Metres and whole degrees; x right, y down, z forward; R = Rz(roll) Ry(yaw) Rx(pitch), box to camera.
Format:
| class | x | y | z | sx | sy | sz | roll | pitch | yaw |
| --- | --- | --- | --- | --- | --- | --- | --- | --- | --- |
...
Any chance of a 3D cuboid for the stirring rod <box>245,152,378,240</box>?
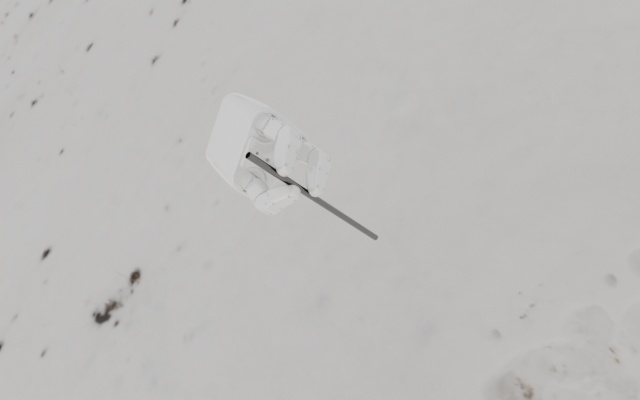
| class | x | y | z | sx | sy | sz | roll | pitch | yaw |
| --- | --- | --- | --- | --- | --- | --- | --- | --- | --- |
| stirring rod | 0.000 | 0.002 | 0.577 | 0.011 | 0.011 | 0.240 | 0 | -24 | 44 |
